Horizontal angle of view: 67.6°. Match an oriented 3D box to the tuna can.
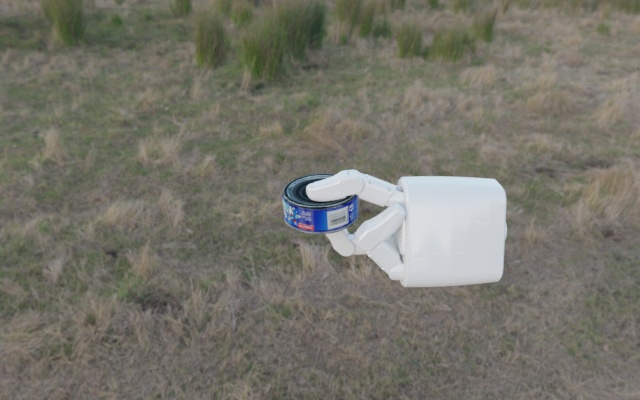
[{"bbox_3d":[0.000,0.001,0.537,0.086,0.034,0.086,-2,28,1],"label":"tuna can"}]
